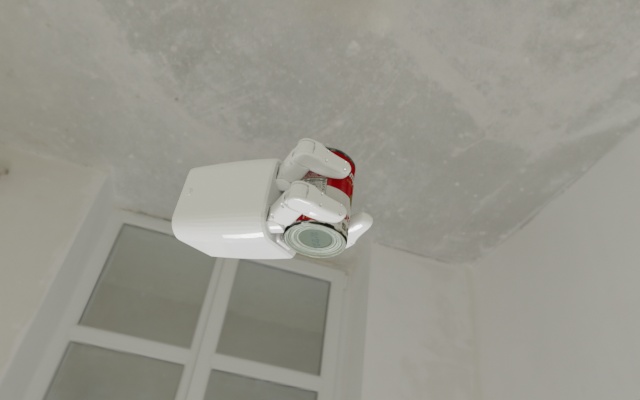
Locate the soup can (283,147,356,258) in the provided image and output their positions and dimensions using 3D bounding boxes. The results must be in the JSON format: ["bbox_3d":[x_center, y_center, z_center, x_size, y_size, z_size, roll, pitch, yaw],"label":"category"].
[{"bbox_3d":[0.001,0.002,0.515,0.068,0.102,0.069,6,-36,4],"label":"soup can"}]
